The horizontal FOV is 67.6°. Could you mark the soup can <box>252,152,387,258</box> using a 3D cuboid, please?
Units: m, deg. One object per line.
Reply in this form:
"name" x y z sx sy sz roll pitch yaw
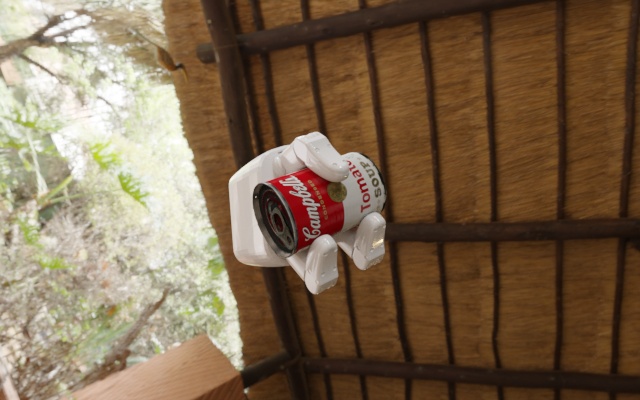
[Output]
"soup can" 0.000 0.001 0.428 0.102 0.068 0.068 -21 11 -30
